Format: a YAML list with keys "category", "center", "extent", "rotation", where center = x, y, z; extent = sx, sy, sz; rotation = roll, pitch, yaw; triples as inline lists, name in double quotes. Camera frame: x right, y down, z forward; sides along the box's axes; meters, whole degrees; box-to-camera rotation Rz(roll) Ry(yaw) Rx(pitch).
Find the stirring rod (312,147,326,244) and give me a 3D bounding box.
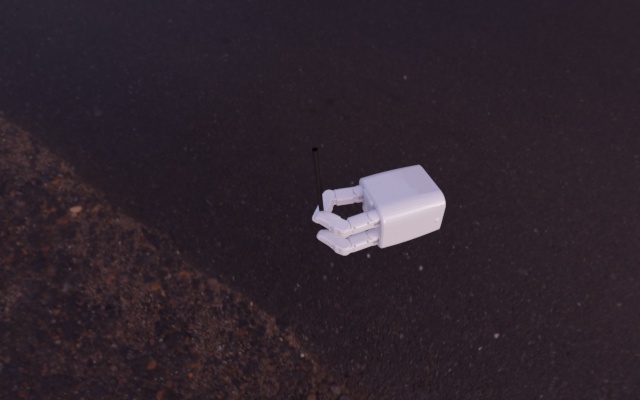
- category: "stirring rod"
  center: [0.000, 0.002, 0.719]
  extent: [0.011, 0.011, 0.240]
  rotation: [0, -35, 4]
